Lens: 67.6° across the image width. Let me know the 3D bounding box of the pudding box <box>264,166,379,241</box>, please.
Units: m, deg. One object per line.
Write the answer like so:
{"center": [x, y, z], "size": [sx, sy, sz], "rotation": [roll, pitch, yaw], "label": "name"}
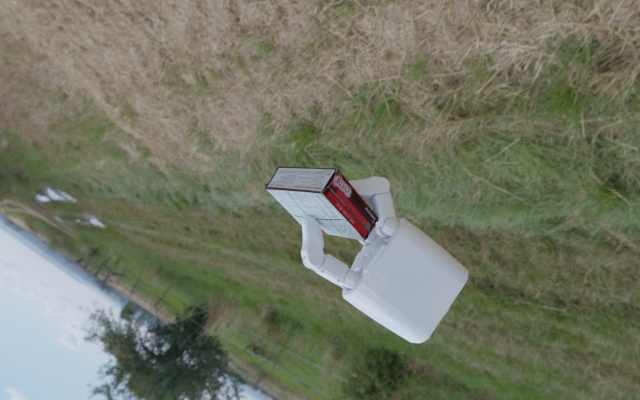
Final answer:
{"center": [0.000, 0.002, 0.561], "size": [0.113, 0.039, 0.090], "rotation": [4, -36, 48], "label": "pudding box"}
